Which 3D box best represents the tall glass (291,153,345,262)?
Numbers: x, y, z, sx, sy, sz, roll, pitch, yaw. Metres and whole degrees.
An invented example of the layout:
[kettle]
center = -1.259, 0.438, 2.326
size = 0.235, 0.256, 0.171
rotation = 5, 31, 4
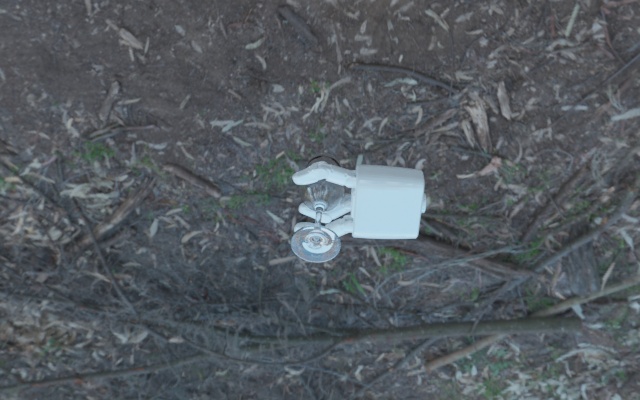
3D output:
[tall glass]
center = 0.000, 0.003, 0.773
size = 0.079, 0.079, 0.200
rotation = 0, 39, 5
